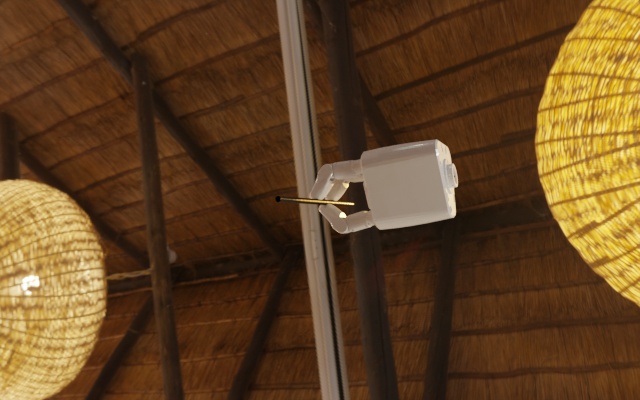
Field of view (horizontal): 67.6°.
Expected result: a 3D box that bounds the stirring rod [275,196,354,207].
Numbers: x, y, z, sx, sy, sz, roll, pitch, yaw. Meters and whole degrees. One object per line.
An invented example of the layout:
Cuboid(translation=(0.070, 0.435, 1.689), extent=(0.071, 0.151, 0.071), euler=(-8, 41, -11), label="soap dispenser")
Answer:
Cuboid(translation=(0.000, 0.002, 0.698), extent=(0.011, 0.011, 0.239), euler=(0, -2, 26), label="stirring rod")
